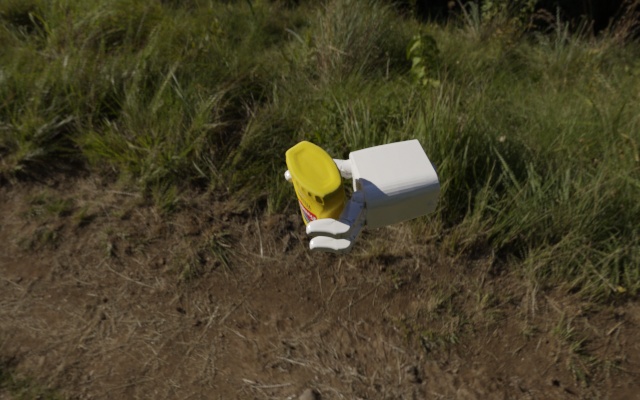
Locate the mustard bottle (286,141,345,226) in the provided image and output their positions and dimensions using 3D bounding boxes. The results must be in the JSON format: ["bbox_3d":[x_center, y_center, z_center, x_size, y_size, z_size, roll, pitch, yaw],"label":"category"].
[{"bbox_3d":[0.000,0.002,0.699,0.058,0.096,0.192,-35,-27,-13],"label":"mustard bottle"}]
